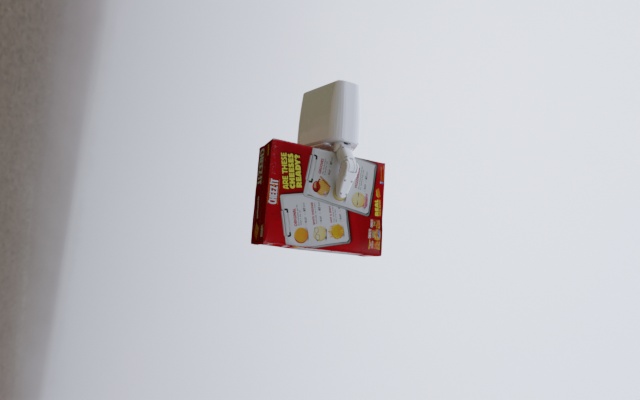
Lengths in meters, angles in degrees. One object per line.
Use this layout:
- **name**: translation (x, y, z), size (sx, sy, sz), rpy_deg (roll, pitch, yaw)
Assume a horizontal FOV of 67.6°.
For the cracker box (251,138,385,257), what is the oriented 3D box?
- **cracker box**: translation (0.000, 0.003, 0.791), size (0.214, 0.164, 0.072), rpy_deg (9, -12, -26)
